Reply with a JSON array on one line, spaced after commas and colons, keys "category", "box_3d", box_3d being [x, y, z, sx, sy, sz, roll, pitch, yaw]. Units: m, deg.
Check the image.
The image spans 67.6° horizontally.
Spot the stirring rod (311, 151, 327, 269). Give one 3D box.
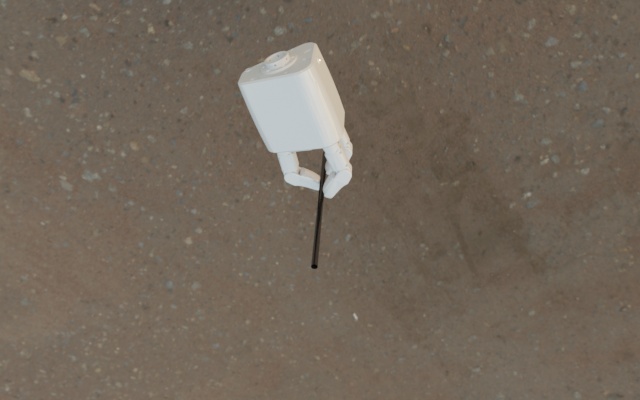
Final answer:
[{"category": "stirring rod", "box_3d": [0.000, 0.002, 0.655, 0.011, 0.011, 0.239, 0, 39, 5]}]
